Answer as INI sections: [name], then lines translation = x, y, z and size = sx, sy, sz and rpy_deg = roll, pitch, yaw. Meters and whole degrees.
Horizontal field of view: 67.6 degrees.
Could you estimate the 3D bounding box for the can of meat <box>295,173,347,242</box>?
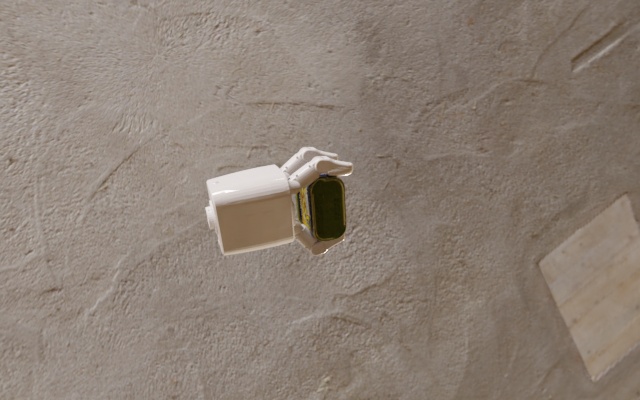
[can of meat]
translation = 0.000, 0.003, 0.720
size = 0.057, 0.102, 0.084
rpy_deg = -10, 19, -15
